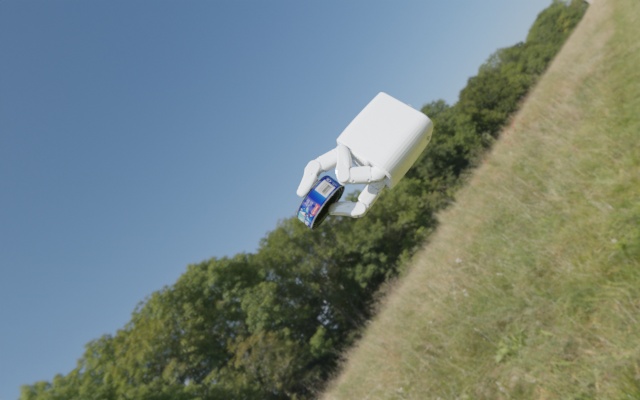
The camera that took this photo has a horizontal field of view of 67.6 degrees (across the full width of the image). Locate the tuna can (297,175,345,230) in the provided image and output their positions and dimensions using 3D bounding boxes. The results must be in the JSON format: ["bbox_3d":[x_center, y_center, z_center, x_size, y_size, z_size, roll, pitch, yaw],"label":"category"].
[{"bbox_3d":[0.000,0.002,0.760,0.033,0.086,0.086,37,8,11],"label":"tuna can"}]
